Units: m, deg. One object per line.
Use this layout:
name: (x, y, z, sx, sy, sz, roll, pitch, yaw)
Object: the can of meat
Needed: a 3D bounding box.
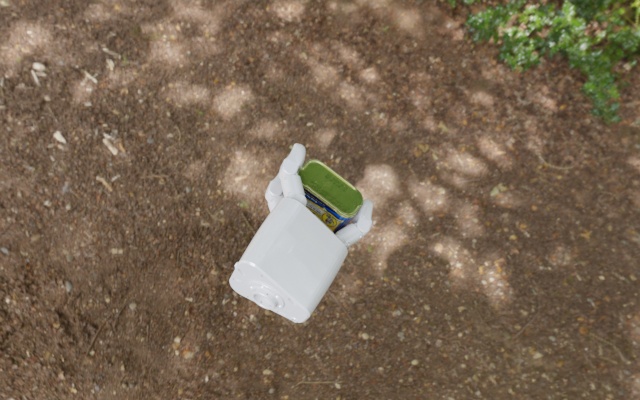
can of meat: (0.000, 0.002, 0.664, 0.102, 0.057, 0.084, 37, -36, 1)
